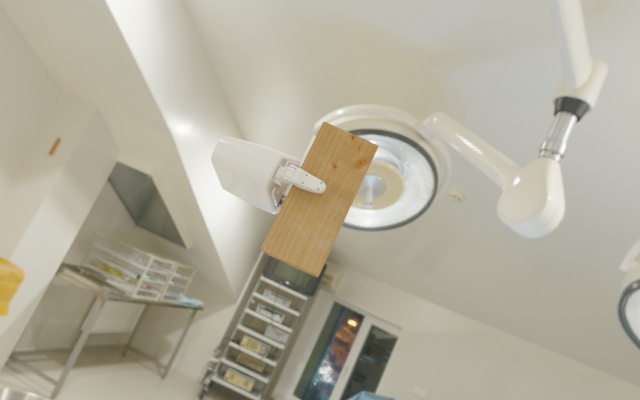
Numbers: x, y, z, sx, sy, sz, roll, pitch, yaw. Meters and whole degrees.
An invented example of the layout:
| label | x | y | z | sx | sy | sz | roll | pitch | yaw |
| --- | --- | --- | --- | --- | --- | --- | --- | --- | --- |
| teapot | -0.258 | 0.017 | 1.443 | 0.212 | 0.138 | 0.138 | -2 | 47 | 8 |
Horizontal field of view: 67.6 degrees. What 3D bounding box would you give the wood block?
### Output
| label | x | y | z | sx | sy | sz | roll | pitch | yaw |
| --- | --- | --- | --- | --- | --- | --- | --- | --- | --- |
| wood block | 0.000 | 0.002 | 0.712 | 0.090 | 0.206 | 0.091 | 25 | -9 | 4 |
